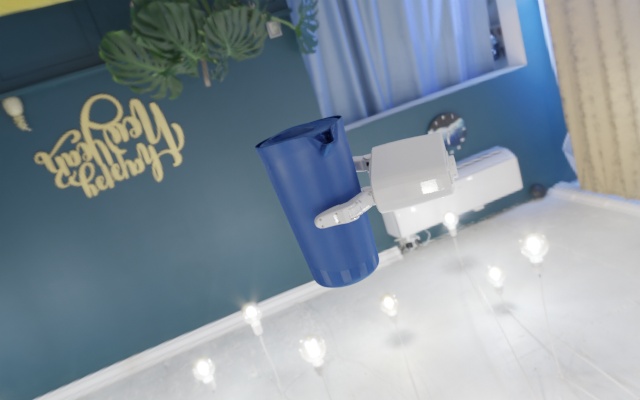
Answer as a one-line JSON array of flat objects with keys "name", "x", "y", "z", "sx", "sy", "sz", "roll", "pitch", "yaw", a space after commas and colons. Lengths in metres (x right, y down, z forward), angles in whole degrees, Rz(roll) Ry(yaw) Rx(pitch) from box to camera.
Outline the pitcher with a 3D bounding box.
[{"name": "pitcher", "x": 0.000, "y": 0.002, "z": 0.727, "sx": 0.145, "sy": 0.243, "sz": 0.149, "roll": -14, "pitch": 16, "yaw": 19}]
